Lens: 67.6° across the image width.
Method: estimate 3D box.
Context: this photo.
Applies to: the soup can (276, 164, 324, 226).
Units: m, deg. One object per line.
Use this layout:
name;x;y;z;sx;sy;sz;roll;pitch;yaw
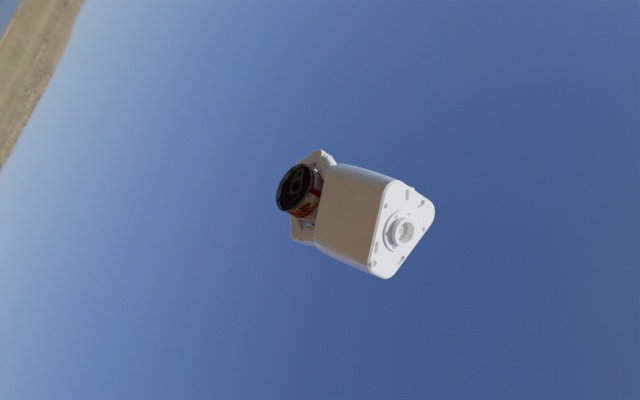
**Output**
soup can;0.000;0.002;0.647;0.102;0.068;0.068;29;-18;-37
